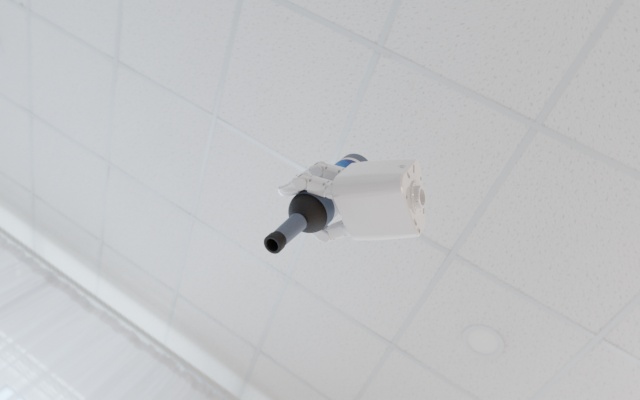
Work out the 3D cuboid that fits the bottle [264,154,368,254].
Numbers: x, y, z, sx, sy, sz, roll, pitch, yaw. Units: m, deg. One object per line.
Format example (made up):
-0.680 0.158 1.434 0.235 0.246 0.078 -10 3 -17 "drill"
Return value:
0.000 0.002 0.755 0.069 0.069 0.295 0 23 29 "bottle"
